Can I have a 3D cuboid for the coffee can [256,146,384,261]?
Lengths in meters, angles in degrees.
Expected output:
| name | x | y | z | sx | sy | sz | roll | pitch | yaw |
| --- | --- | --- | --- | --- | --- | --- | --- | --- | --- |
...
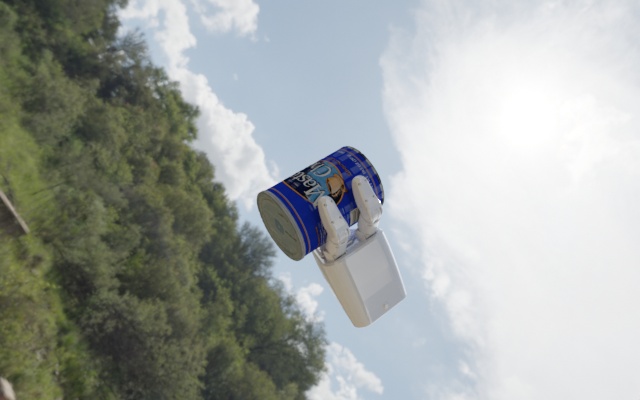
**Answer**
| name | x | y | z | sx | sy | sz | roll | pitch | yaw |
| --- | --- | --- | --- | --- | --- | --- | --- | --- | --- |
| coffee can | 0.000 | 0.002 | 0.644 | 0.140 | 0.103 | 0.103 | -31 | 13 | -23 |
